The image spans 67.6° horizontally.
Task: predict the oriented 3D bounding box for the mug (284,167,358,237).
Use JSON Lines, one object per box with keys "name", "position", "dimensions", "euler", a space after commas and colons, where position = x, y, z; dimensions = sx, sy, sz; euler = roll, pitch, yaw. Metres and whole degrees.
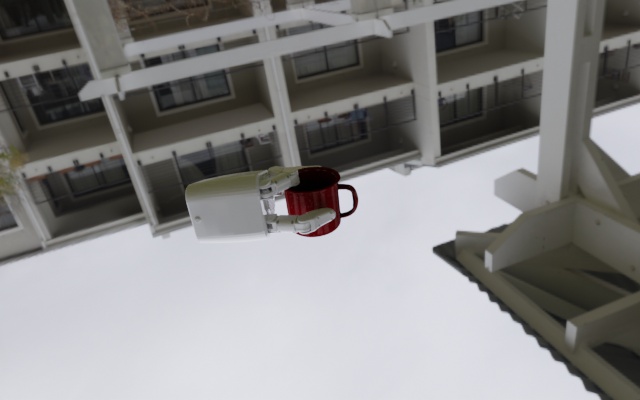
{"name": "mug", "position": [0.002, 0.002, 0.736], "dimensions": [0.117, 0.081, 0.093], "euler": [-4, 27, 7]}
